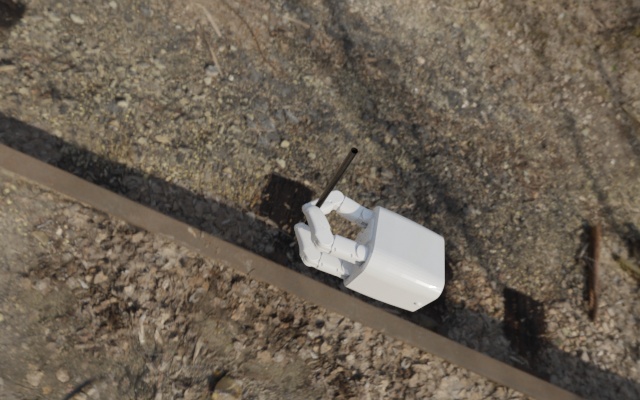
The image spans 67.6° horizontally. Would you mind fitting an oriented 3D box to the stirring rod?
[{"bbox_3d":[0.000,0.002,0.600,0.011,0.011,0.240,0,-27,-19],"label":"stirring rod"}]
